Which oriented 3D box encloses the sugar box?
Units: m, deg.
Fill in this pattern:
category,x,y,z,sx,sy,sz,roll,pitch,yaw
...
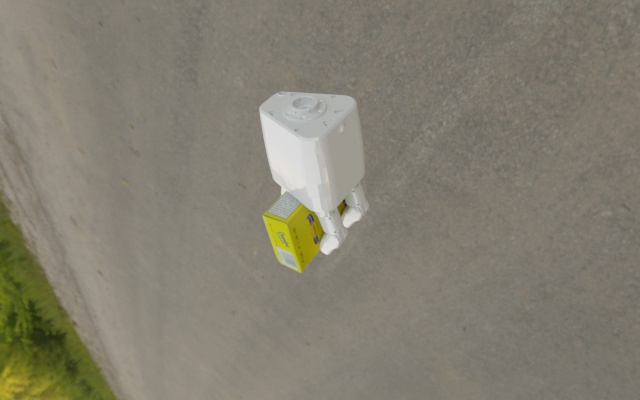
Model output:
category,x,y,z,sx,sy,sz,roll,pitch,yaw
sugar box,0.000,0.002,0.645,0.048,0.093,0.176,20,51,31
